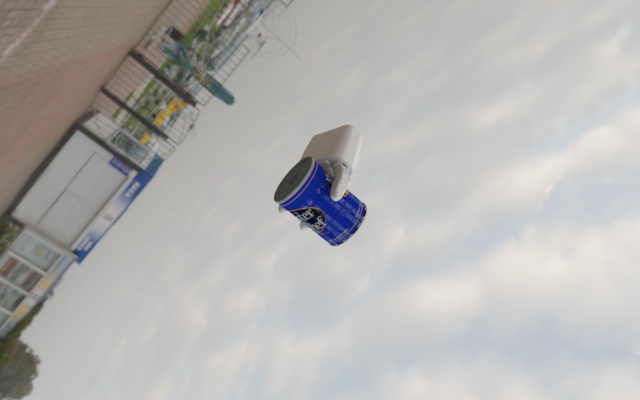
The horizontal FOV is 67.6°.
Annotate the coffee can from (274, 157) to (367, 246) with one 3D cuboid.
[{"bbox_3d":[0.000,0.003,0.873,0.140,0.102,0.103,40,-16,-20],"label":"coffee can"}]
